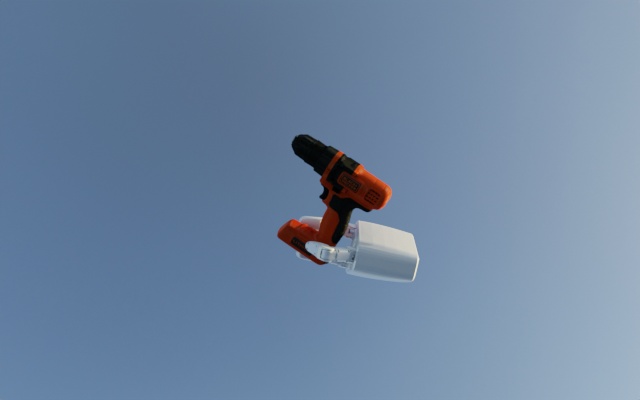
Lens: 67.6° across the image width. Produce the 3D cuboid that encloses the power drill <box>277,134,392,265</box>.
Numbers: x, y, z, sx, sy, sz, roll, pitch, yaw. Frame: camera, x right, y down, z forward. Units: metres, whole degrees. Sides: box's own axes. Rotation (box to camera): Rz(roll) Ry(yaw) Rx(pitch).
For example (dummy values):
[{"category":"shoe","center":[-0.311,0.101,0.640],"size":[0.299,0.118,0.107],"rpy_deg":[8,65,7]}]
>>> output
[{"category":"power drill","center":[0.000,0.003,0.805],"size":[0.184,0.188,0.057],"rpy_deg":[35,27,6]}]
